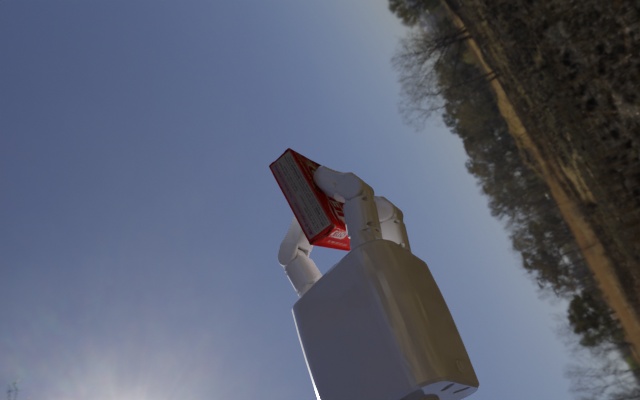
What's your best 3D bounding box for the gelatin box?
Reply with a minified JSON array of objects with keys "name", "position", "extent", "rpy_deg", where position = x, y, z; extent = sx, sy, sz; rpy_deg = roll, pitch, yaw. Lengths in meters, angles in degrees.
[{"name":"gelatin box","position":[0.000,0.001,0.436],"extent":[0.030,0.089,0.073],"rpy_deg":[-39,-26,17]}]
